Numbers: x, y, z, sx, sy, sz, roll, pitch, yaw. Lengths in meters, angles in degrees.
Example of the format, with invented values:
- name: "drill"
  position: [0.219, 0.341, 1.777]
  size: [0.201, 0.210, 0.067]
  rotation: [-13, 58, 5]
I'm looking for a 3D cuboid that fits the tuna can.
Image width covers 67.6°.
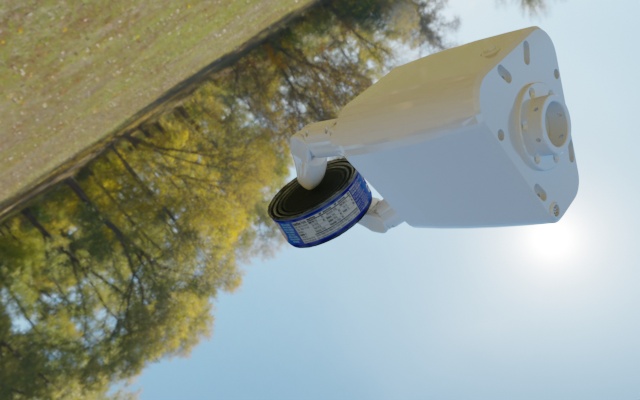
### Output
- name: "tuna can"
  position: [0.000, 0.002, 0.406]
  size: [0.086, 0.034, 0.086]
  rotation: [-26, 23, 12]
